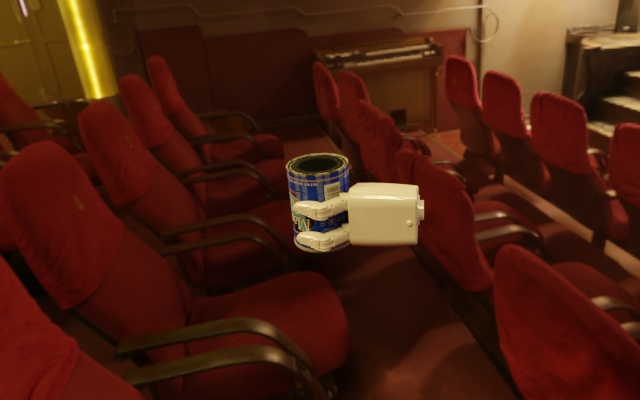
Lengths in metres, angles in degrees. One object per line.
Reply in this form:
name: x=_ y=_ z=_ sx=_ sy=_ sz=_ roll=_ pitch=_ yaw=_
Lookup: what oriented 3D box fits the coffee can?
coffee can: x=0.000 y=0.003 z=0.804 sx=0.103 sy=0.140 sz=0.102 roll=-4 pitch=24 yaw=2
